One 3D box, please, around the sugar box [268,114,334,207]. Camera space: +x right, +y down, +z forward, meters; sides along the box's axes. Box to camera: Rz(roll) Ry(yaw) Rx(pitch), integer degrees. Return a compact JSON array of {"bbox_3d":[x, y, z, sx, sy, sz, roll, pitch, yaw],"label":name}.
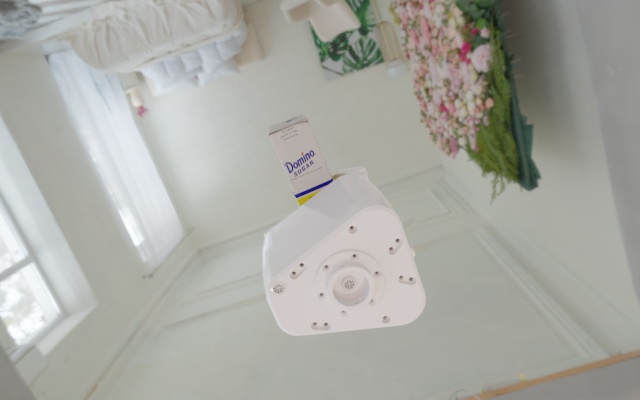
[{"bbox_3d":[0.001,0.002,0.488,0.048,0.176,0.093,-21,14,-1],"label":"sugar box"}]
